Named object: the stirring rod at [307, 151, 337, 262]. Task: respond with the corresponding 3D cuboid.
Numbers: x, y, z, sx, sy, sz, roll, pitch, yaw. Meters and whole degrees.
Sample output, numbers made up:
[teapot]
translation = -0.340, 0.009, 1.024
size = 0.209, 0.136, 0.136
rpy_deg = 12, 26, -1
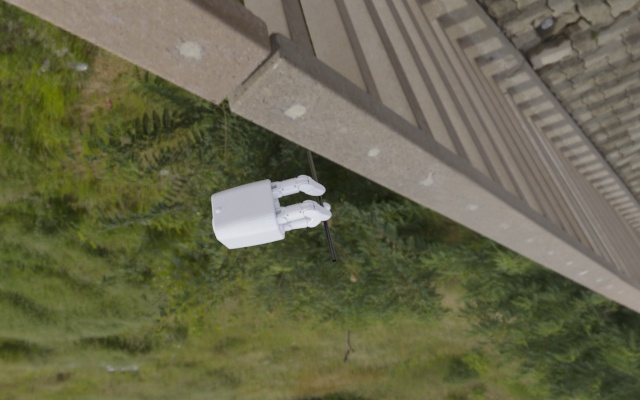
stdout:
[stirring rod]
translation = 0.000, 0.003, 0.859
size = 0.011, 0.239, 0.011
rpy_deg = -9, -34, -6
